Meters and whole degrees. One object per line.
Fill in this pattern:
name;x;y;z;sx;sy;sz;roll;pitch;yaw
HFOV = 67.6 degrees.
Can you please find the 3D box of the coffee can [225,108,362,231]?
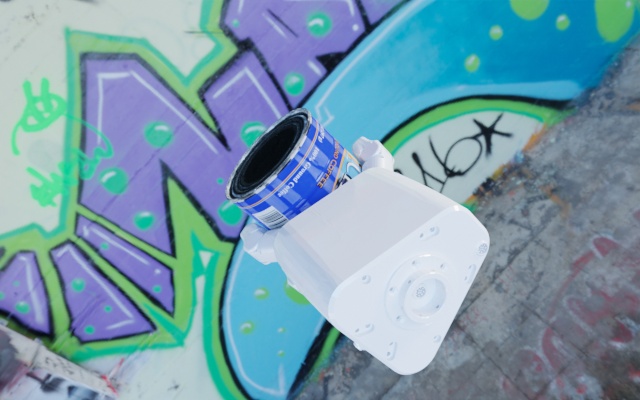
coffee can;0.000;0.001;0.436;0.140;0.102;0.103;42;-21;-26
